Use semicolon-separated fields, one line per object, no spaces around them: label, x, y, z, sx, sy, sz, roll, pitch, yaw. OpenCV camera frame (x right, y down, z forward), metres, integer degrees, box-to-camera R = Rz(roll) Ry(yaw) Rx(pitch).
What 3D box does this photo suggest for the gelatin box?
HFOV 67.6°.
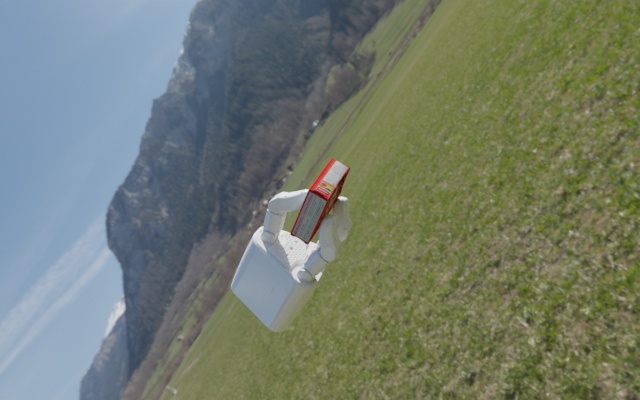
gelatin box;0.000;0.002;0.602;0.030;0.089;0.073;29;44;6
